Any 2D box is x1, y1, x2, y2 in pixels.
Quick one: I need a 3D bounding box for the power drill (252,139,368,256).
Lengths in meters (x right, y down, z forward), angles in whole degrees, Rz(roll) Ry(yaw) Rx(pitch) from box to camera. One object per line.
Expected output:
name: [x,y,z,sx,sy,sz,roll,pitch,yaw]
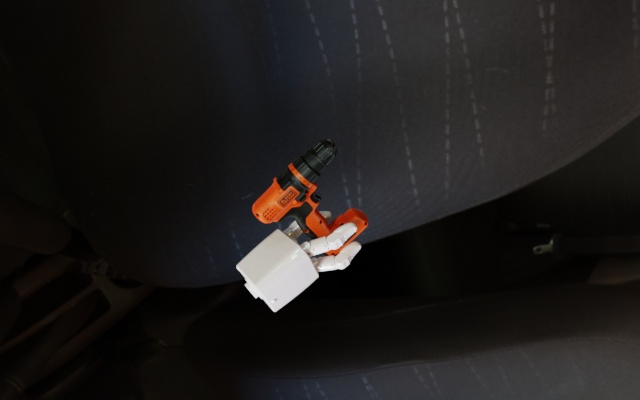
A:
power drill: [0.000,0.003,0.853,0.188,0.184,0.057,41,12,-30]
